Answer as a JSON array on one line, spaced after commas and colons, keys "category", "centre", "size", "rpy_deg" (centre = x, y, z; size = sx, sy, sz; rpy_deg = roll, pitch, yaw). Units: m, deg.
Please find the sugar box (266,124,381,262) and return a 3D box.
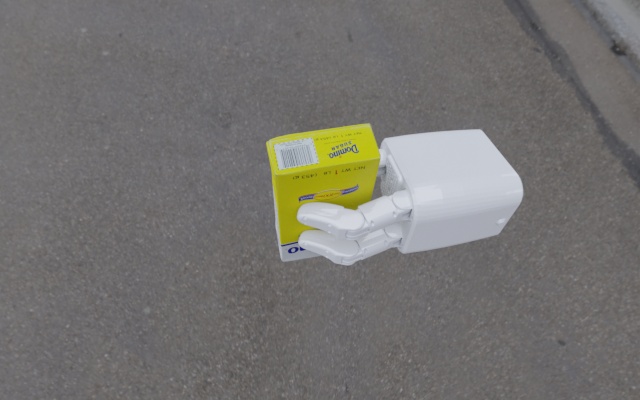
[{"category": "sugar box", "centre": [0.000, 0.002, 0.474], "size": [0.093, 0.048, 0.176], "rpy_deg": [-9, -33, -7]}]
